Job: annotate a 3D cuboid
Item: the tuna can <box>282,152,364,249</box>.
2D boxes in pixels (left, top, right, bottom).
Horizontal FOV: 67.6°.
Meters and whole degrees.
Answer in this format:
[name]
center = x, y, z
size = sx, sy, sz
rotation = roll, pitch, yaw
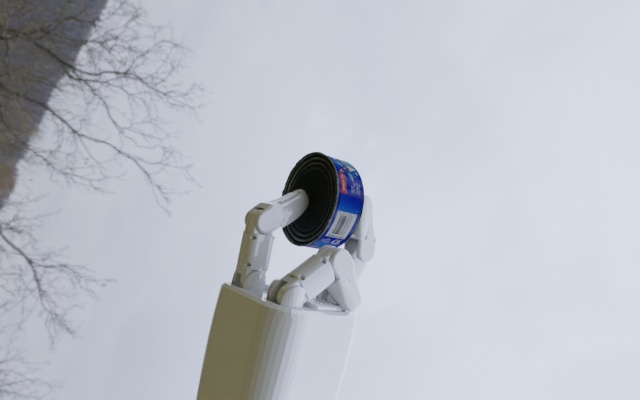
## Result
[tuna can]
center = 0.001, 0.001, 0.434
size = 0.034, 0.086, 0.086
rotation = 14, -8, -36
